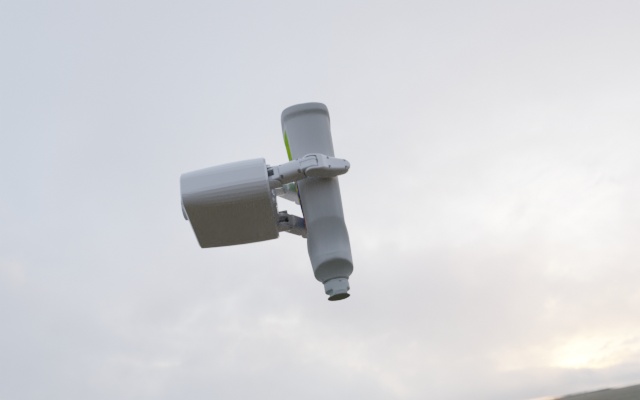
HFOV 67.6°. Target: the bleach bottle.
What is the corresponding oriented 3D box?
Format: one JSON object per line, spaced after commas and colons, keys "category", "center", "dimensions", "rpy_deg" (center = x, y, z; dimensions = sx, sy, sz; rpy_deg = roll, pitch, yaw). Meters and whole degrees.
{"category": "bleach bottle", "center": [0.000, 0.002, 0.617], "dimensions": [0.068, 0.250, 0.103], "rpy_deg": [-10, -27, -3]}
